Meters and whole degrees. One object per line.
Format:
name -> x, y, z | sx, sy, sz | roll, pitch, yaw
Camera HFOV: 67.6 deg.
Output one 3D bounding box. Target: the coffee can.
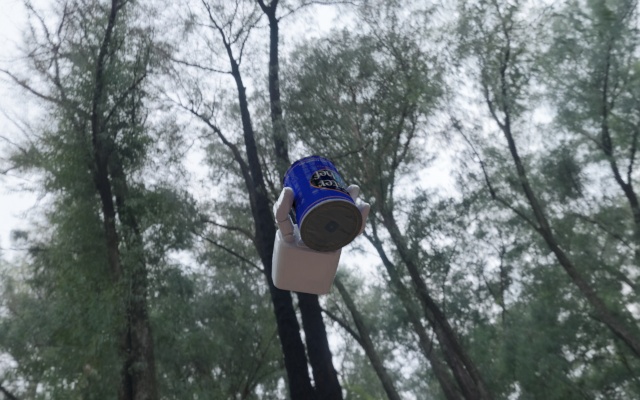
coffee can -> 0.000, 0.003, 0.803 | 0.103, 0.103, 0.140 | 0, 35, -18
